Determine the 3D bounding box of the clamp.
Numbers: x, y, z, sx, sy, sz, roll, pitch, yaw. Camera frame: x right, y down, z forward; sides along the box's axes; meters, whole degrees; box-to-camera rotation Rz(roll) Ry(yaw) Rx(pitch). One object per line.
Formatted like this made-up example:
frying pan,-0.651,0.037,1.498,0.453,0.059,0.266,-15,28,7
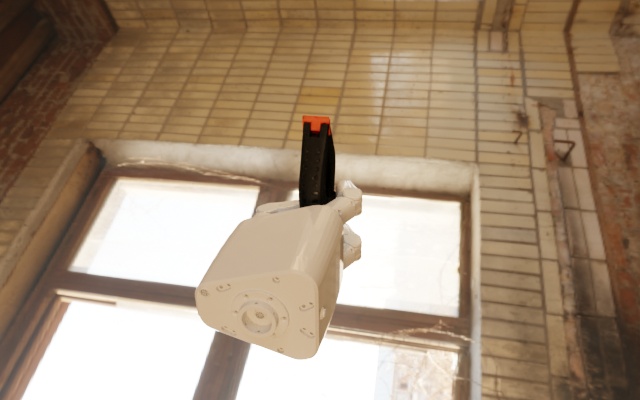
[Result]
clamp,-0.001,0.001,0.536,0.036,0.210,0.164,4,27,9
